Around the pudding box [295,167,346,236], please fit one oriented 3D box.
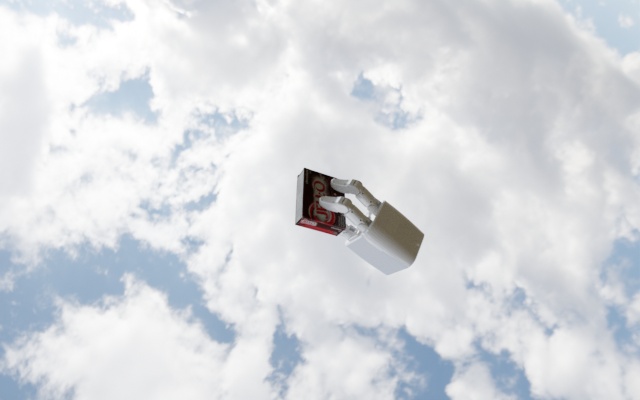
[{"bbox_3d":[0.000,0.003,0.893,0.090,0.113,0.039,17,-38,-24],"label":"pudding box"}]
